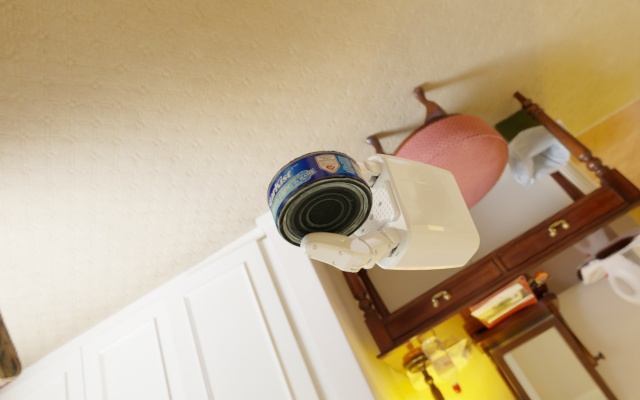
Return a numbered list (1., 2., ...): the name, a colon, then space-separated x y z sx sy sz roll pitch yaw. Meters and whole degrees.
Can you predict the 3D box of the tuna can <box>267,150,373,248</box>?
1. tuna can: 0.000 0.002 0.402 0.086 0.086 0.033 0 44 -24
